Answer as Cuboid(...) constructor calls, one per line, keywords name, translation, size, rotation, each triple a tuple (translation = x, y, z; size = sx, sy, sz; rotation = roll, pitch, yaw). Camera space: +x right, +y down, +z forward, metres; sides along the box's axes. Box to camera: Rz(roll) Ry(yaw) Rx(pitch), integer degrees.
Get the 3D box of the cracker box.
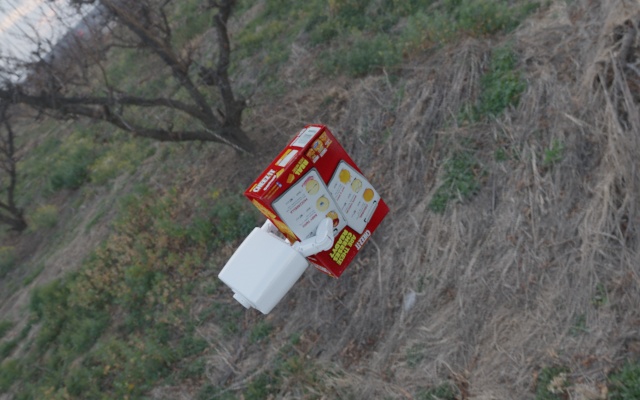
Cuboid(name="cracker box", translation=(0.000, 0.003, 0.818), size=(0.214, 0.164, 0.072), rotation=(49, -19, -30))
